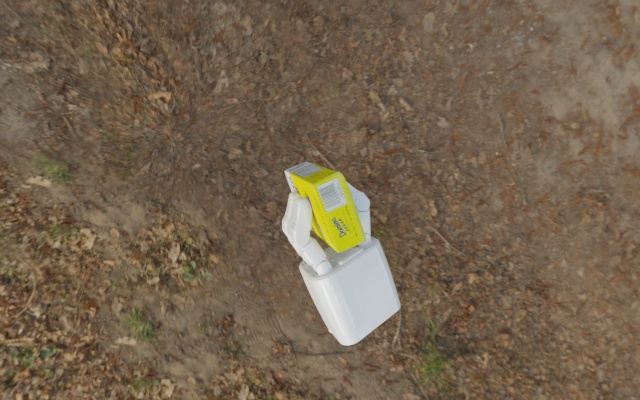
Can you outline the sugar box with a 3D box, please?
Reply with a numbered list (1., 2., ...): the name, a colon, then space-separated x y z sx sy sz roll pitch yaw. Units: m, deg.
1. sugar box: 0.000 0.002 0.645 0.048 0.093 0.176 -23 13 -13
